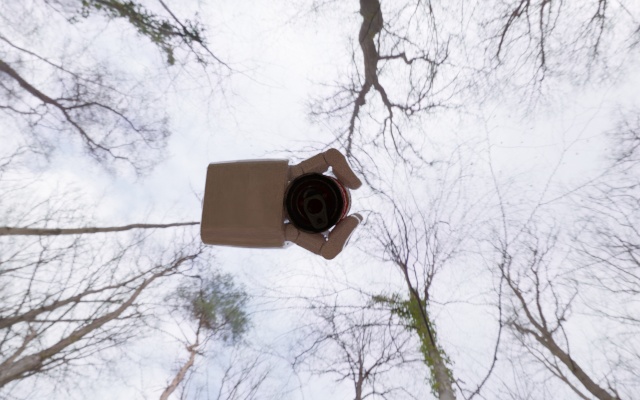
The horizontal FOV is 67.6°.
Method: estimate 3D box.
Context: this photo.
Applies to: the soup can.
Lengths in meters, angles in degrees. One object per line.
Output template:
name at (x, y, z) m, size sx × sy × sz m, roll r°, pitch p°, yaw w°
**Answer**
soup can at (0.001, 0.002, 0.572) m, size 0.068 × 0.068 × 0.102 m, roll 0°, pitch 1°, yaw 10°
